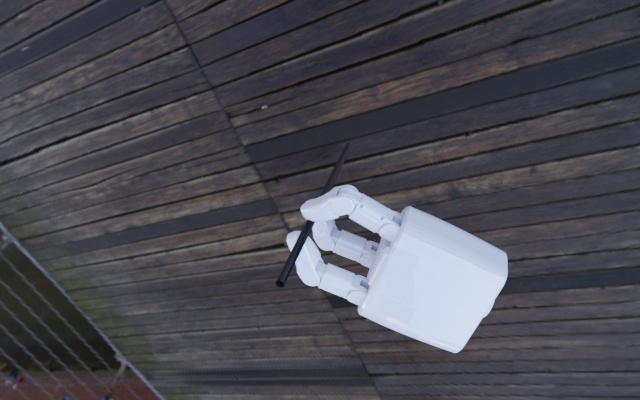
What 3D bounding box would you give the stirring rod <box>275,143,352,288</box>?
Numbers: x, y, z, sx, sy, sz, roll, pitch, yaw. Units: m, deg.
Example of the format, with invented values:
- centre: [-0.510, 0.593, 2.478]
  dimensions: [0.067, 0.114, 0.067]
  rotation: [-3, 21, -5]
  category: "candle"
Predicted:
- centre: [0.000, 0.002, 0.494]
  dimensions: [0.011, 0.011, 0.239]
  rotation: [0, 35, 20]
  category: "stirring rod"
